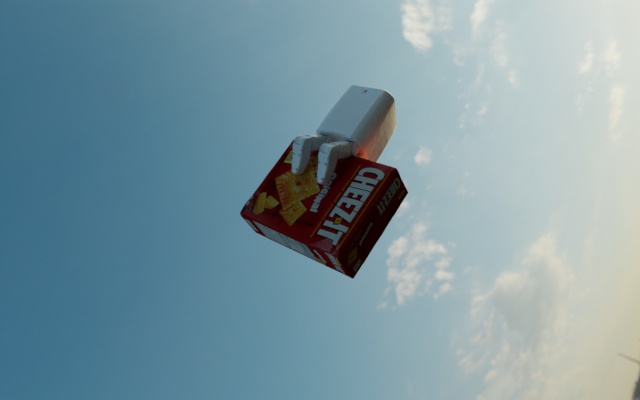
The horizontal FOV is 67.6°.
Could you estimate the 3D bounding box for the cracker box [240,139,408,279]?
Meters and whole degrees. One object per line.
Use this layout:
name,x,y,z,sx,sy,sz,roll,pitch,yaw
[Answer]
cracker box,0.000,0.002,0.745,0.213,0.164,0.072,20,-23,38
